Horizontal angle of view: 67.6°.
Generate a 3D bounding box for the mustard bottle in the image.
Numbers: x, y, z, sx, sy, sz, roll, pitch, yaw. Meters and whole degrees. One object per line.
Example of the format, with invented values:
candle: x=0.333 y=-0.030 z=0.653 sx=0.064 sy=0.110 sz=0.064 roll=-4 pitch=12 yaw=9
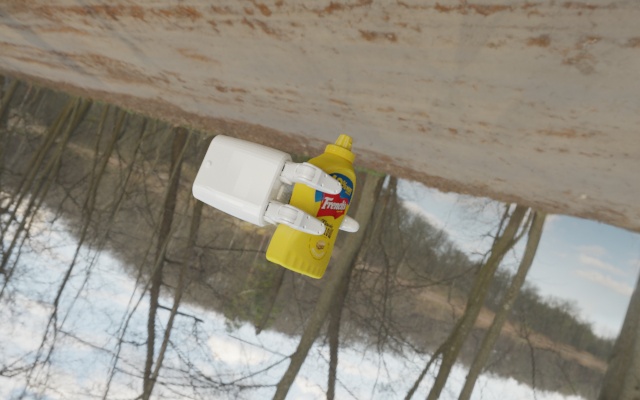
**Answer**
mustard bottle: x=0.000 y=0.002 z=0.633 sx=0.058 sy=0.191 sz=0.096 roll=16 pitch=-9 yaw=40
